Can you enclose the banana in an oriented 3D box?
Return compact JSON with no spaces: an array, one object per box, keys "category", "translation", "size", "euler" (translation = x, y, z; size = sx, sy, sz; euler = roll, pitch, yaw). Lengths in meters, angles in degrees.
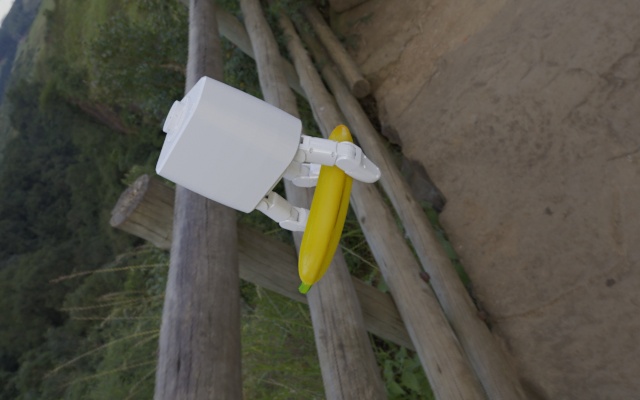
[{"category":"banana","translation":[0.006,0.004,0.516],"size":[0.037,0.197,0.069],"euler":[18,-9,-19]}]
